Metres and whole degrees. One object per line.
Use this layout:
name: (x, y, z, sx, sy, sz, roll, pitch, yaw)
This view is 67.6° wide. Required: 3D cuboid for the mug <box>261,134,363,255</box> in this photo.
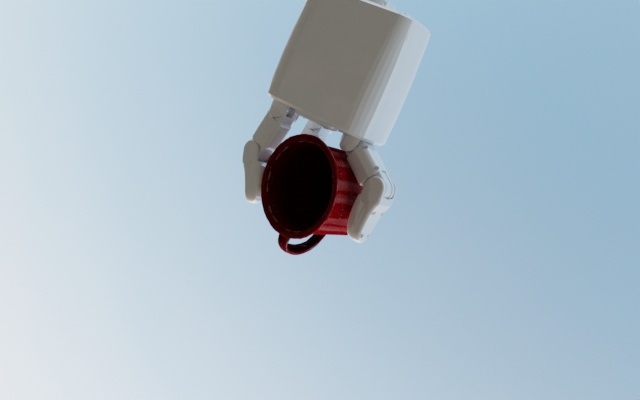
mug: (0.000, 0.003, 0.451, 0.081, 0.117, 0.093, 8, 22, -49)
